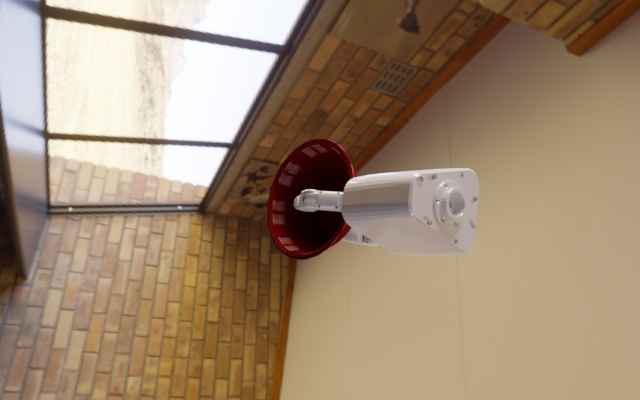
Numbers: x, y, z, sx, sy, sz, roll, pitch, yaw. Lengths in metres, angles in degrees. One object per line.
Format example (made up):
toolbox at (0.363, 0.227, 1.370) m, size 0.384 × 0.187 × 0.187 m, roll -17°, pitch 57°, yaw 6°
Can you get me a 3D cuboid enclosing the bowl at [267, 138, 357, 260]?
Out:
bowl at (0.000, 0.002, 0.638) m, size 0.162 × 0.162 × 0.055 m, roll 0°, pitch -12°, yaw 45°
